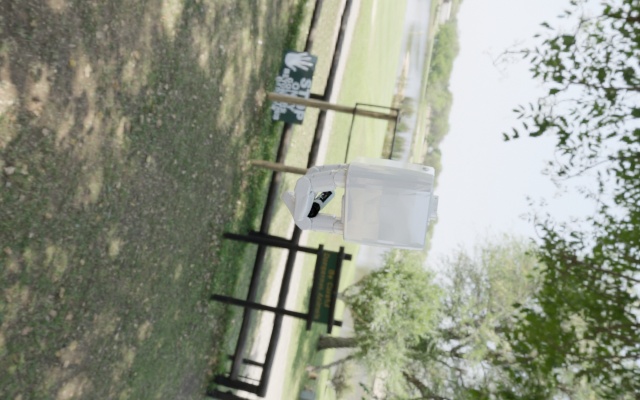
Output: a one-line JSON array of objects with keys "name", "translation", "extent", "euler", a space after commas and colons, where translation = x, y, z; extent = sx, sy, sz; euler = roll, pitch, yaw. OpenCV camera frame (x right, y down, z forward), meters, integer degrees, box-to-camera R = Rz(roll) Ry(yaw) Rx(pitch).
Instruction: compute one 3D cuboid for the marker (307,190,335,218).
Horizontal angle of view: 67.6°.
[{"name": "marker", "translation": [0.000, 0.002, 0.683], "extent": [0.020, 0.020, 0.121], "euler": [0, 13, 14]}]
